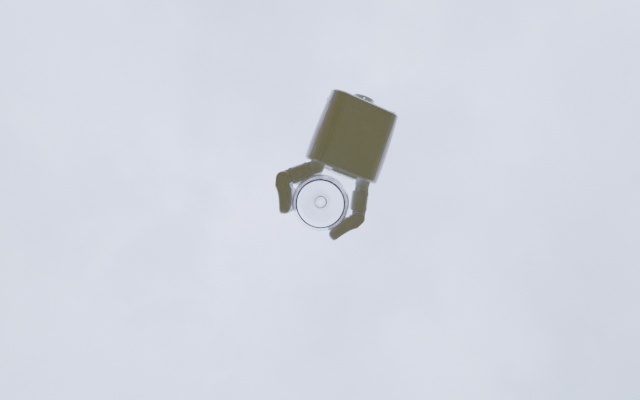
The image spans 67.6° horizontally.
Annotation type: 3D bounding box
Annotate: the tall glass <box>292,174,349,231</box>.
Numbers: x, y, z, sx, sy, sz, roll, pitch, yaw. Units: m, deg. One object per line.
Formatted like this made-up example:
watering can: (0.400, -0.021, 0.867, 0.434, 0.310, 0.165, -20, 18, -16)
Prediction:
tall glass: (0.000, 0.002, 0.692, 0.079, 0.079, 0.201, 0, 1, 0)
